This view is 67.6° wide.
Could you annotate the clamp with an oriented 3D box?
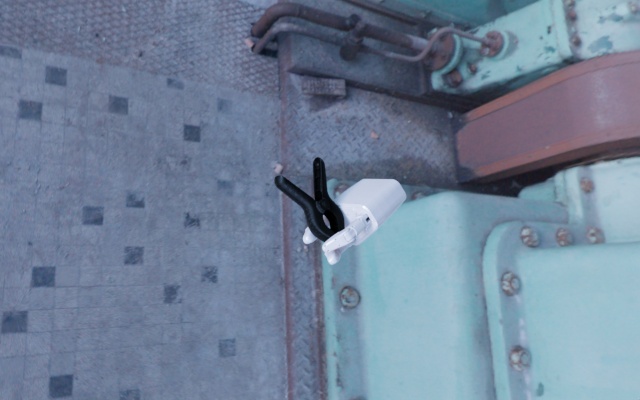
[{"bbox_3d":[0.001,0.003,0.871,0.120,0.171,0.039,-40,11,-35],"label":"clamp"}]
